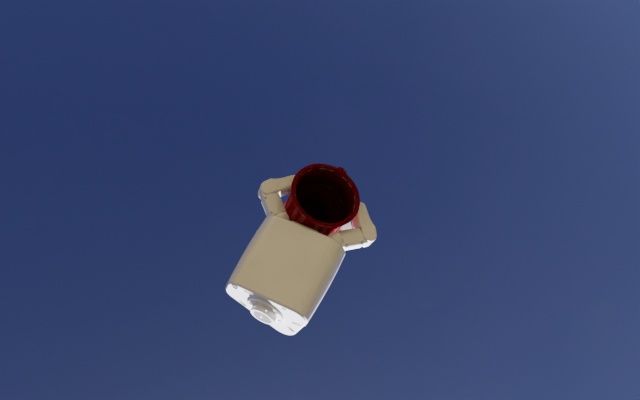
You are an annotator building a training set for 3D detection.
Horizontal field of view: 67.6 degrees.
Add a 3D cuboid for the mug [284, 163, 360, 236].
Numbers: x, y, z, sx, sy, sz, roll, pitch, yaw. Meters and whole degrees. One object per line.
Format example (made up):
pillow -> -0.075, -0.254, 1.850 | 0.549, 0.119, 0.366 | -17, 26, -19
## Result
mug -> 0.001, 0.001, 0.648 | 0.093, 0.117, 0.081 | 31, -34, -2
